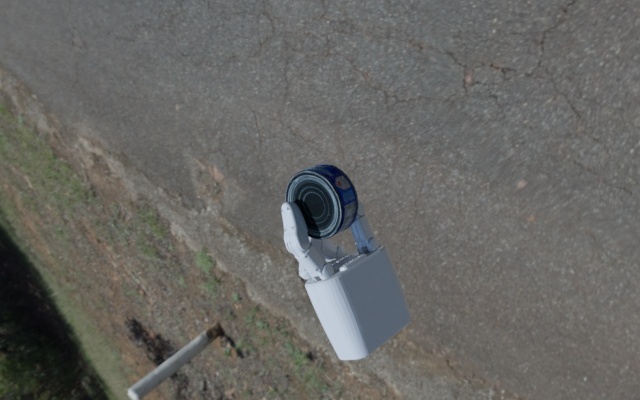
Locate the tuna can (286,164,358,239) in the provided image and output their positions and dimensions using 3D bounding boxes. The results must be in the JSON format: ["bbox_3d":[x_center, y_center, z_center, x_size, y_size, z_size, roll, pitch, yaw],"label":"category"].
[{"bbox_3d":[0.000,0.002,0.563,0.086,0.086,0.033,0,16,39],"label":"tuna can"}]
